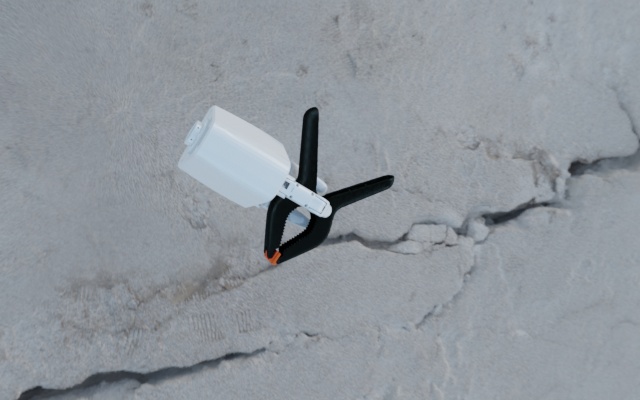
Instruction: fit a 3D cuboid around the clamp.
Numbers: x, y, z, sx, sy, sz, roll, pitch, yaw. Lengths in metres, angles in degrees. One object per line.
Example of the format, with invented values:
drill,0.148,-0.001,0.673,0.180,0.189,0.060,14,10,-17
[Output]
clamp,0.000,0.003,0.656,0.164,0.210,0.036,31,-3,-21
